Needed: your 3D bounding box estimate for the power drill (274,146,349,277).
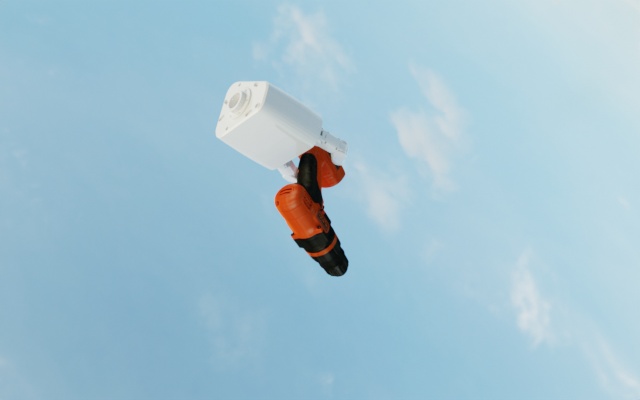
[{"bbox_3d":[0.000,0.002,0.738,0.057,0.187,0.184,-15,-49,19],"label":"power drill"}]
